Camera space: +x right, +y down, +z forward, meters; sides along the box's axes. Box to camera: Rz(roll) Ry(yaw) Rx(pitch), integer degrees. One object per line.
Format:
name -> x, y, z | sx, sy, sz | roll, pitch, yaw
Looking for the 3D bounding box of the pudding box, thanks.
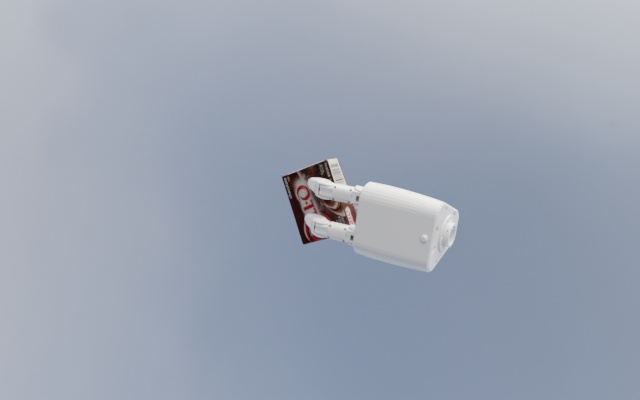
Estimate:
pudding box -> 0.000, 0.002, 0.716 | 0.090, 0.113, 0.039 | -18, -2, 34
